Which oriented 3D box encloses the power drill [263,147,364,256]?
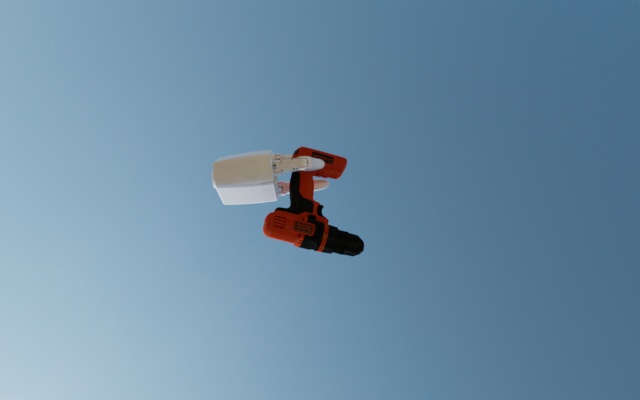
[{"bbox_3d":[0.000,0.002,0.875,0.184,0.187,0.057,15,-29,-11],"label":"power drill"}]
